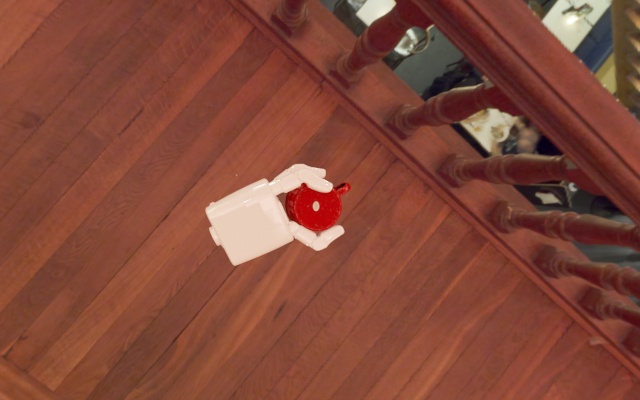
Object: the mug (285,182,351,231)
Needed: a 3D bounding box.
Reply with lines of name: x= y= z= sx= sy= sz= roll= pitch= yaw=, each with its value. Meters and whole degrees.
mug: x=0.001 y=0.002 z=0.812 sx=0.117 sy=0.093 sz=0.081 roll=-27 pitch=7 yaw=-7
